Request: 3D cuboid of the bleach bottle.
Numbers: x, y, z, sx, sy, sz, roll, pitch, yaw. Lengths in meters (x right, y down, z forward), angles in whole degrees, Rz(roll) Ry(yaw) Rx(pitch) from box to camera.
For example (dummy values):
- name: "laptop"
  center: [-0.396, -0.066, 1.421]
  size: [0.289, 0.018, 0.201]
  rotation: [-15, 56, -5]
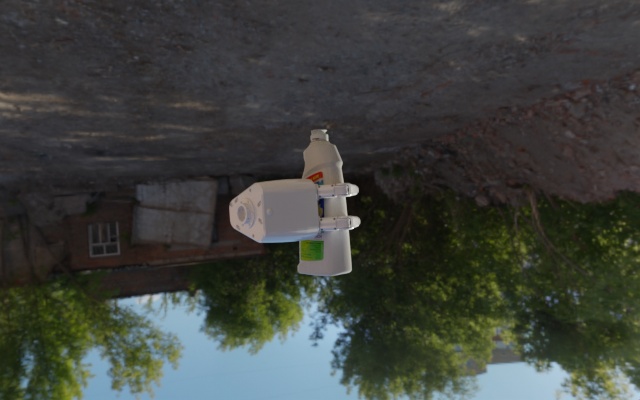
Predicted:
- name: "bleach bottle"
  center: [0.000, 0.003, 0.845]
  size: [0.068, 0.251, 0.102]
  rotation: [-3, -1, -40]
